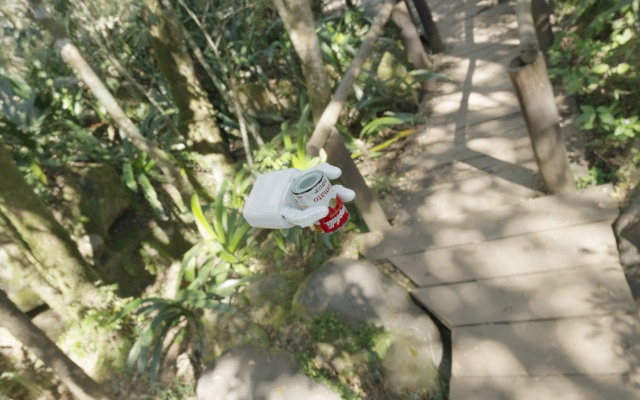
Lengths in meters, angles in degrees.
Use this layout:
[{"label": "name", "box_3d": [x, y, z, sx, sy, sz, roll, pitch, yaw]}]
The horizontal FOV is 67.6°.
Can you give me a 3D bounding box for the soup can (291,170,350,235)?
[{"label": "soup can", "box_3d": [0.000, 0.003, 0.869, 0.068, 0.102, 0.068, -25, 29, 15]}]
